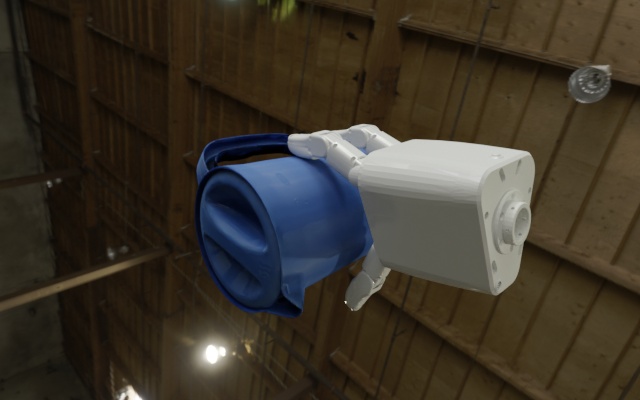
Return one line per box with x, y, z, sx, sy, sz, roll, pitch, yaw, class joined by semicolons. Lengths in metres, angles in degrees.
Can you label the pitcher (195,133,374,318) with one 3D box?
0.000;0.002;0.495;0.243;0.149;0.145;-18;19;-41;pitcher
